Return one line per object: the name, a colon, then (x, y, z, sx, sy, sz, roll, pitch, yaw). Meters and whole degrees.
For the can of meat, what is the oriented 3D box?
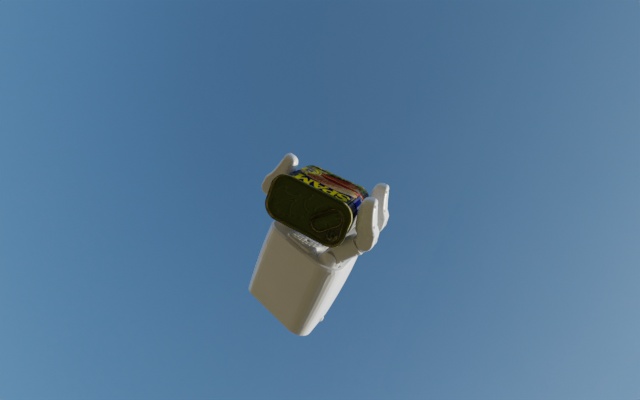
can of meat: (0.000, 0.002, 0.564, 0.102, 0.057, 0.084, 26, 22, 14)
